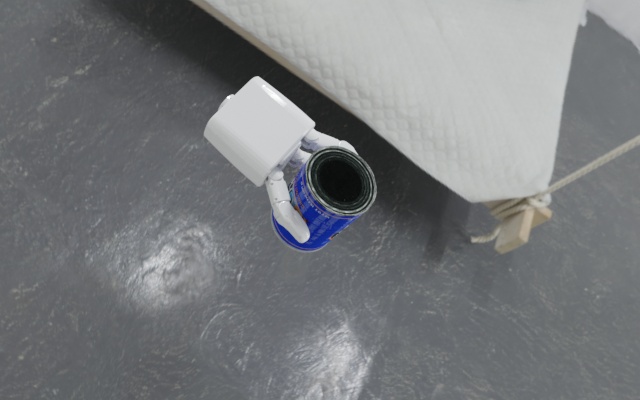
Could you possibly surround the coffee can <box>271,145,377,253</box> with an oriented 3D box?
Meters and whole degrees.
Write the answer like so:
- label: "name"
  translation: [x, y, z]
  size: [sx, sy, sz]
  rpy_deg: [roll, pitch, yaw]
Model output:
- label: "coffee can"
  translation: [0.000, 0.002, 0.672]
  size: [0.103, 0.102, 0.140]
  rpy_deg: [0, -25, -26]
